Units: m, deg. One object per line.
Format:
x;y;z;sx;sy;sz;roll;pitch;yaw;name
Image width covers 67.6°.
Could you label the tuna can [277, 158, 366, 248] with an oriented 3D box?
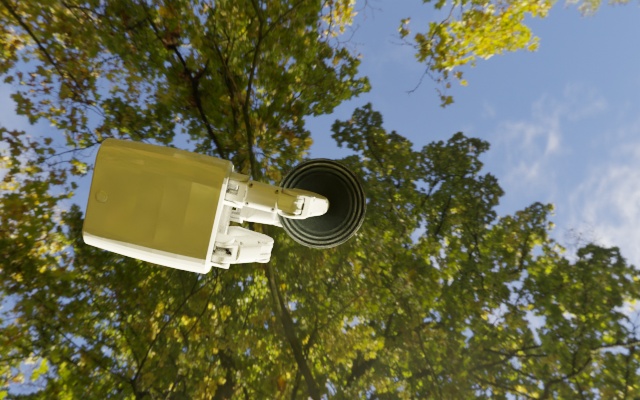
0.000;0.001;0.466;0.086;0.086;0.034;0;5;-2;tuna can
